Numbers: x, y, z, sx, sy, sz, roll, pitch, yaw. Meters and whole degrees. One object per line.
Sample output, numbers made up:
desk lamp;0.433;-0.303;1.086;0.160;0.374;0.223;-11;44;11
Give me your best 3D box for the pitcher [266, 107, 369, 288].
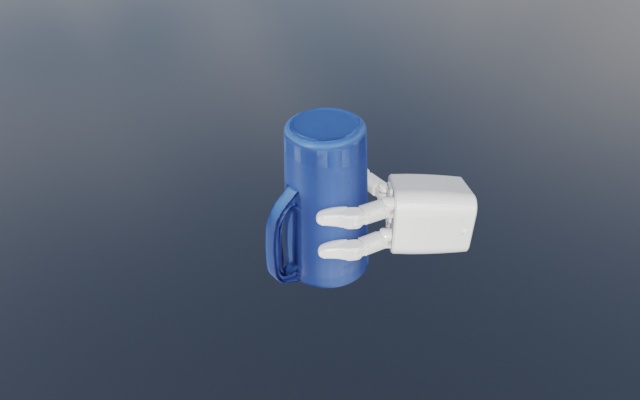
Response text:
pitcher;0.000;0.002;0.677;0.145;0.243;0.149;2;37;5
